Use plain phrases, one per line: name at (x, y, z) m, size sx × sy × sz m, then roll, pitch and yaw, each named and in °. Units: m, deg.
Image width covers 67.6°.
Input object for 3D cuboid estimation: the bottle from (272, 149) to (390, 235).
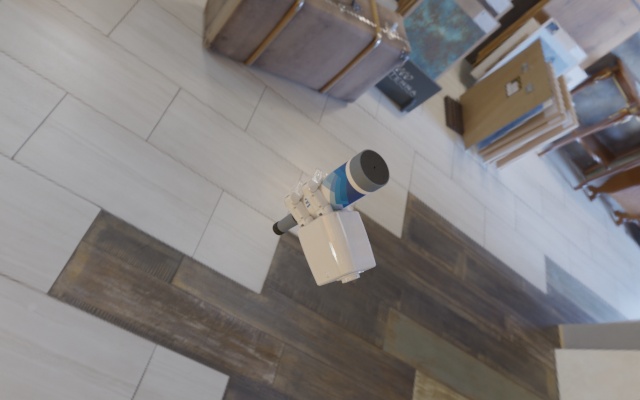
bottle at (0.000, 0.003, 0.871) m, size 0.069 × 0.069 × 0.296 m, roll 0°, pitch -22°, yaw -40°
